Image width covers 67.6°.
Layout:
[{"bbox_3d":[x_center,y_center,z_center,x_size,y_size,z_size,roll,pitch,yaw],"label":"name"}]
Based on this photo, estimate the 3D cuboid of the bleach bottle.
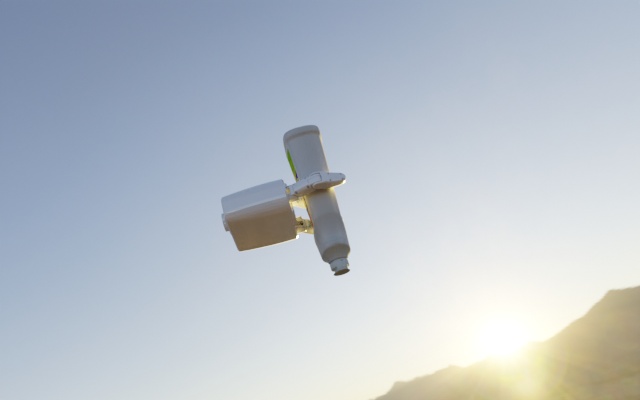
[{"bbox_3d":[0.000,0.003,0.804,0.068,0.250,0.103,-15,-25,-5],"label":"bleach bottle"}]
